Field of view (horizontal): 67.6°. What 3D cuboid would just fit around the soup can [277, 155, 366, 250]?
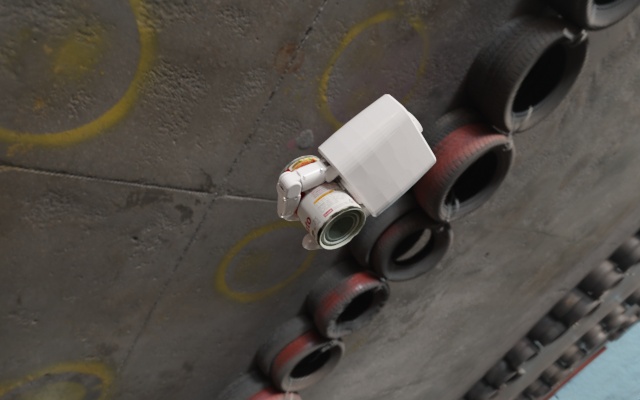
[{"bbox_3d":[0.000,0.002,0.583,0.068,0.068,0.102,0,39,-42],"label":"soup can"}]
